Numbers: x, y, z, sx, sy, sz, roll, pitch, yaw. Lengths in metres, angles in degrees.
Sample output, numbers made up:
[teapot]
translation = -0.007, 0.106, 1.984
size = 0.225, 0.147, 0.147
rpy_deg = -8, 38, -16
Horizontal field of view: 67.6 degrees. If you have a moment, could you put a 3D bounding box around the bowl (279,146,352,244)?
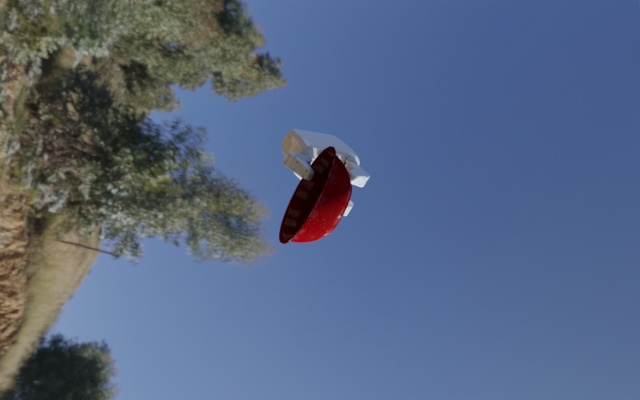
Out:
[bowl]
translation = 0.000, 0.003, 0.711
size = 0.055, 0.162, 0.162
rpy_deg = 28, -8, -14
